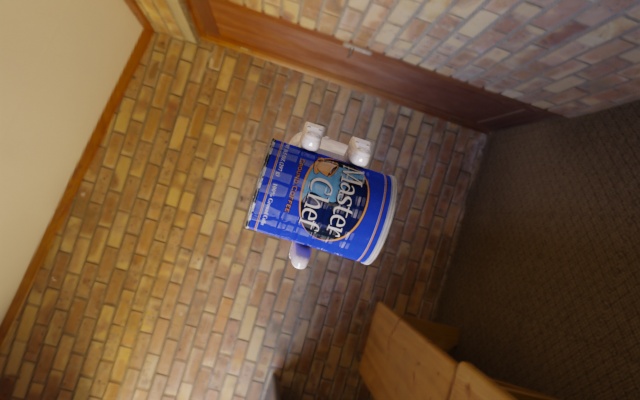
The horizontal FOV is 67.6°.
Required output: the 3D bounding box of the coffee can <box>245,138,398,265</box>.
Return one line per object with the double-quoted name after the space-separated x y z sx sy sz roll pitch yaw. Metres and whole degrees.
0.000 0.002 0.523 0.140 0.103 0.103 17 -2 -6 "coffee can"
